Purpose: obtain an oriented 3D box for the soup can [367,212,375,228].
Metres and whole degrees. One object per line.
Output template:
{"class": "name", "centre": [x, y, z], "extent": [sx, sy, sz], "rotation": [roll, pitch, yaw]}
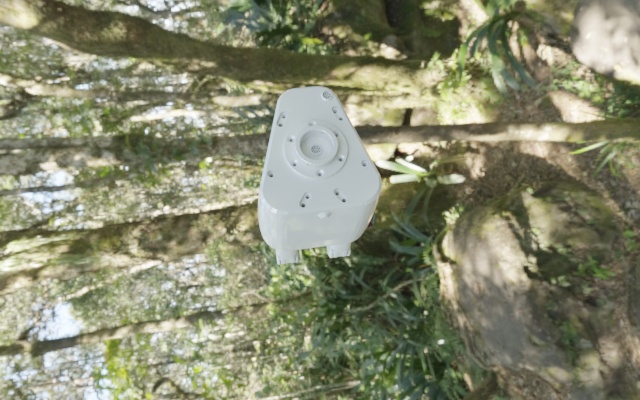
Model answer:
{"class": "soup can", "centre": [0.000, 0.002, 0.506], "extent": [0.102, 0.068, 0.068], "rotation": [-7, 1, -6]}
